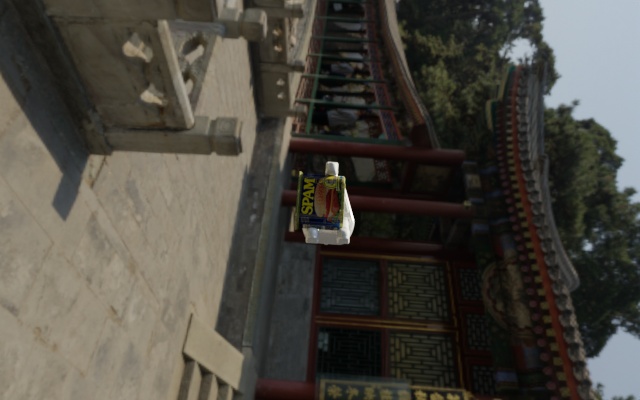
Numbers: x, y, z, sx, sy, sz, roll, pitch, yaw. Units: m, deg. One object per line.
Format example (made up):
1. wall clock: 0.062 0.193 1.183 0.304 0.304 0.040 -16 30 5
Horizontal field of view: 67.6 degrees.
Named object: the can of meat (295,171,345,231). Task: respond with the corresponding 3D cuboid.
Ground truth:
1. can of meat: 0.000 0.003 0.852 0.084 0.102 0.057 4 -23 0
